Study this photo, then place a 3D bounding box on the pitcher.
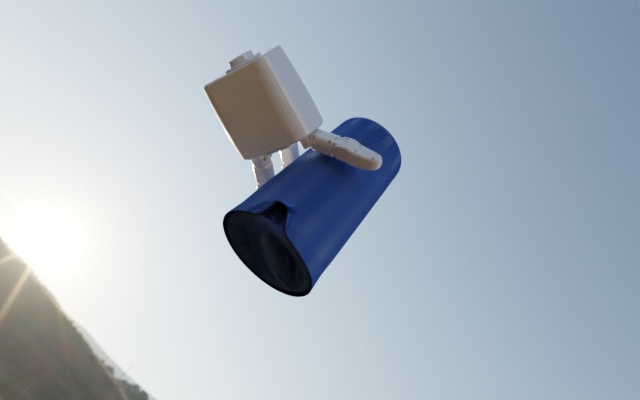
[{"bbox_3d":[0.000,0.002,0.623,0.149,0.145,0.242,-4,33,48],"label":"pitcher"}]
